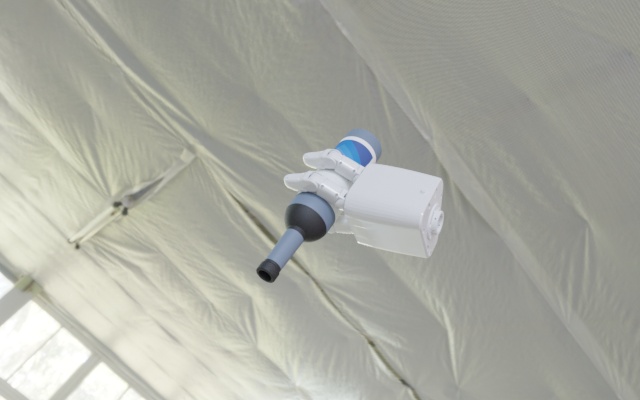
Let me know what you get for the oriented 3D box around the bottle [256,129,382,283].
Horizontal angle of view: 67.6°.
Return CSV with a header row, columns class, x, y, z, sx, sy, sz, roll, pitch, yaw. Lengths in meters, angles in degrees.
class,x,y,z,sx,sy,sz,roll,pitch,yaw
bottle,0.000,0.002,0.685,0.069,0.069,0.295,0,38,37
